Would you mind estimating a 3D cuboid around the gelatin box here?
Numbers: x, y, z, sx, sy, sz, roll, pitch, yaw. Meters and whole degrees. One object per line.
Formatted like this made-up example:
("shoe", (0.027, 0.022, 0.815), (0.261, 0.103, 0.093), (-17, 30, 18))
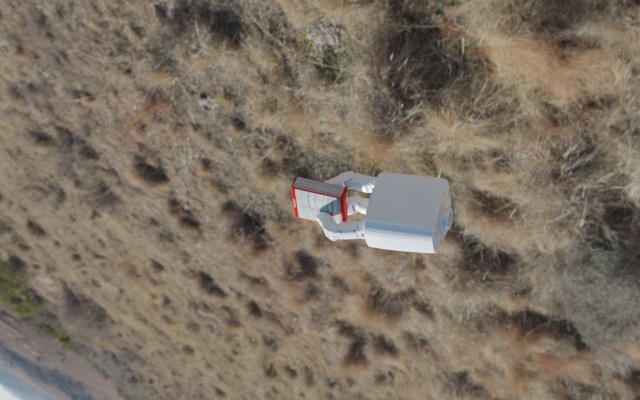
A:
("gelatin box", (0.000, 0.003, 0.779), (0.089, 0.030, 0.073), (12, -40, 15))
